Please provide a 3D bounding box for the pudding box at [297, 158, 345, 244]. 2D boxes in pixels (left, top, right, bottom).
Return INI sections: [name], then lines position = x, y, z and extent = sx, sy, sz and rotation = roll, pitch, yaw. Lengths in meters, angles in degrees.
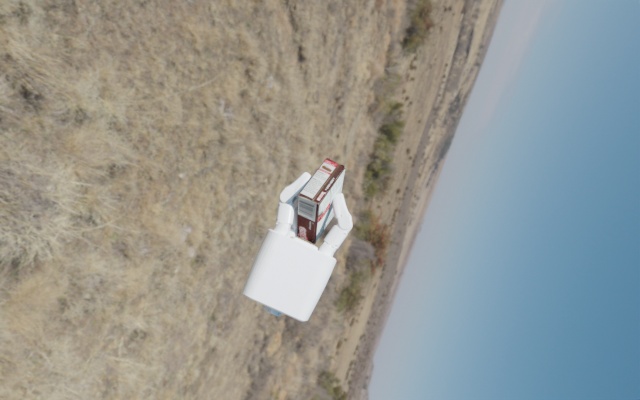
[pudding box]
position = 0.000, 0.003, 0.759
extent = 0.039, 0.090, 0.114
rotation = 26, -35, 13
